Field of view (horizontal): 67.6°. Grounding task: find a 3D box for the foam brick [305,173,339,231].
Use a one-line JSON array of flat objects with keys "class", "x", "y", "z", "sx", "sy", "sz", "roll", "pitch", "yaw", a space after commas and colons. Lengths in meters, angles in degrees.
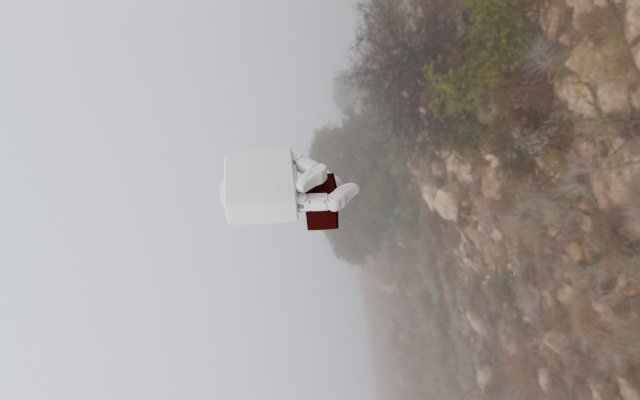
[{"class": "foam brick", "x": 0.000, "y": 0.003, "z": 0.764, "sx": 0.051, "sy": 0.078, "sz": 0.053, "roll": -6, "pitch": 40, "yaw": -4}]
